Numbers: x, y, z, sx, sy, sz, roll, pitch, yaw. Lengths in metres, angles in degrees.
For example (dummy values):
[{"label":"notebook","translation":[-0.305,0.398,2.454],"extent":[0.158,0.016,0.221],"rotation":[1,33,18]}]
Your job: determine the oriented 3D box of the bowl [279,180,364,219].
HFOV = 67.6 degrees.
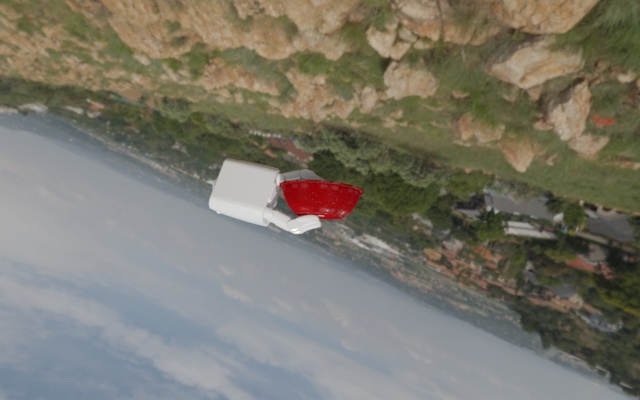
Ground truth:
[{"label":"bowl","translation":[0.001,0.003,0.897],"extent":[0.162,0.055,0.162],"rotation":[4,-8,1]}]
